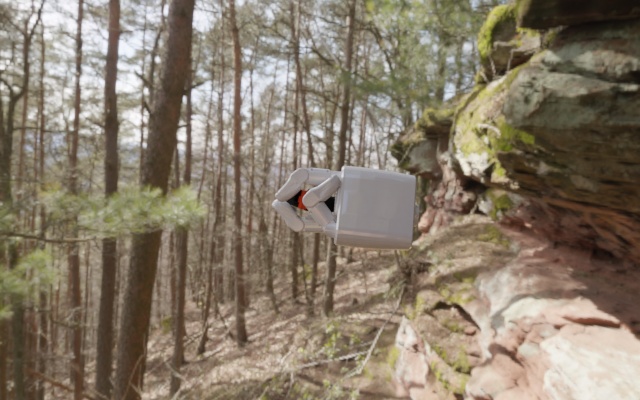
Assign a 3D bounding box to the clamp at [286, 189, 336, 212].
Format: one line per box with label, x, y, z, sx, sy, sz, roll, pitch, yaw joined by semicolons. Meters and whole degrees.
clamp;0.000;0.002;0.761;0.120;0.039;0.171;6;4;1
